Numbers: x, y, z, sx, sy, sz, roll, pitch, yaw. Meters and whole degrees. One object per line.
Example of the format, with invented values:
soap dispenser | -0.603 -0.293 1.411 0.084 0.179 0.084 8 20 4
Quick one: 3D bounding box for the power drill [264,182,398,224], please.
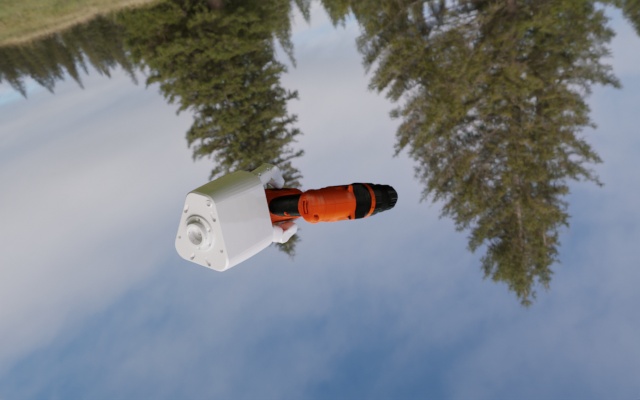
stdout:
power drill | 0.000 0.002 0.727 0.184 0.057 0.187 -4 -1 -44
